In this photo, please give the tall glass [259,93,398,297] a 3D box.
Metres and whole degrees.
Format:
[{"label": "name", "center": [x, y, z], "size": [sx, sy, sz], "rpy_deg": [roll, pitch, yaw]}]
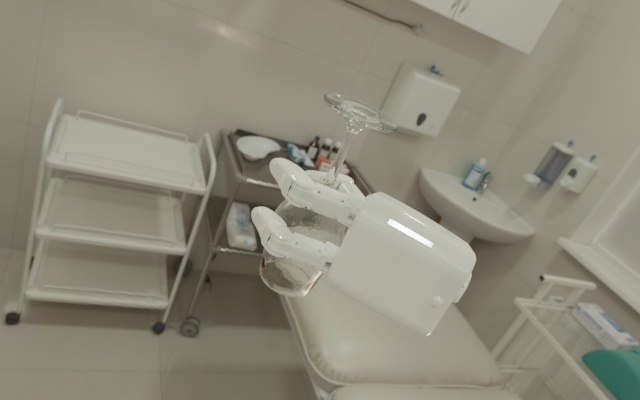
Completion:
[{"label": "tall glass", "center": [0.000, 0.001, 0.476], "size": [0.079, 0.201, 0.079], "rpy_deg": [20, 25, -10]}]
